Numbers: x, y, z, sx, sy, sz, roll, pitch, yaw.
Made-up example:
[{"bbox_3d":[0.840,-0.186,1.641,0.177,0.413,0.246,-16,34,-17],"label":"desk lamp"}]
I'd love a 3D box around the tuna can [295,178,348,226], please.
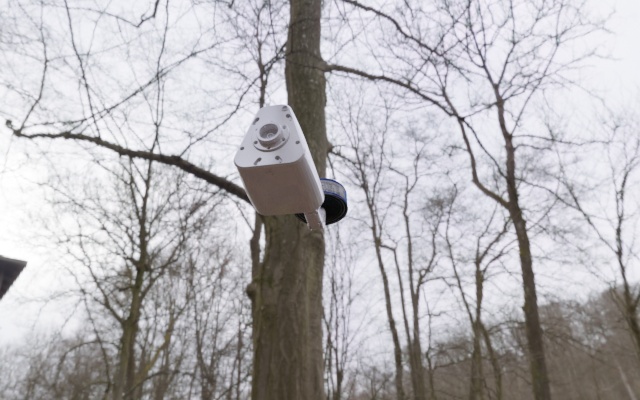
[{"bbox_3d":[0.000,0.002,0.755,0.086,0.033,0.086,-1,-37,-1],"label":"tuna can"}]
